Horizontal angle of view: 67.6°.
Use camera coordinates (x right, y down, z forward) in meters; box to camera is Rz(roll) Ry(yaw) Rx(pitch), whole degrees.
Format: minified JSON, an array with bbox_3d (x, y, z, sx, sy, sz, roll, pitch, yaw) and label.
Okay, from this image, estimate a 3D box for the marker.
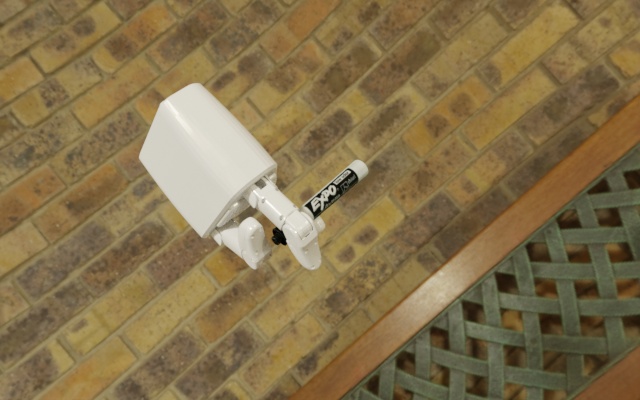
[{"bbox_3d":[0.000,0.002,0.450,0.121,0.020,0.020,-40,21,-27],"label":"marker"}]
